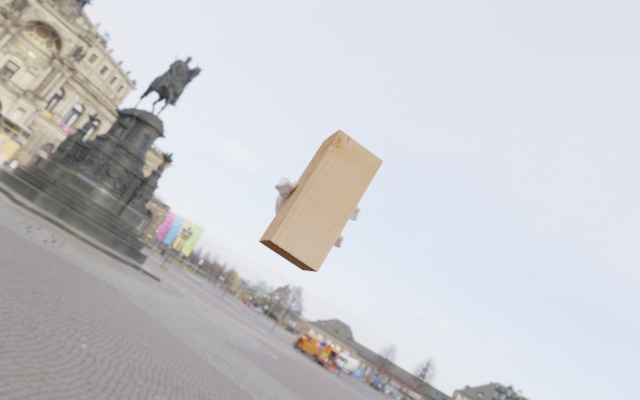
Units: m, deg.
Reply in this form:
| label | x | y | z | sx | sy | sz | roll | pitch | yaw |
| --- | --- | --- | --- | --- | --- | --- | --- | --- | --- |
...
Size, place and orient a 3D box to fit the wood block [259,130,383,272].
| label | x | y | z | sx | sy | sz | roll | pitch | yaw |
| --- | --- | --- | --- | --- | --- | --- | --- | --- | --- |
| wood block | 0.000 | 0.002 | 0.765 | 0.091 | 0.206 | 0.090 | 35 | -15 | -12 |
